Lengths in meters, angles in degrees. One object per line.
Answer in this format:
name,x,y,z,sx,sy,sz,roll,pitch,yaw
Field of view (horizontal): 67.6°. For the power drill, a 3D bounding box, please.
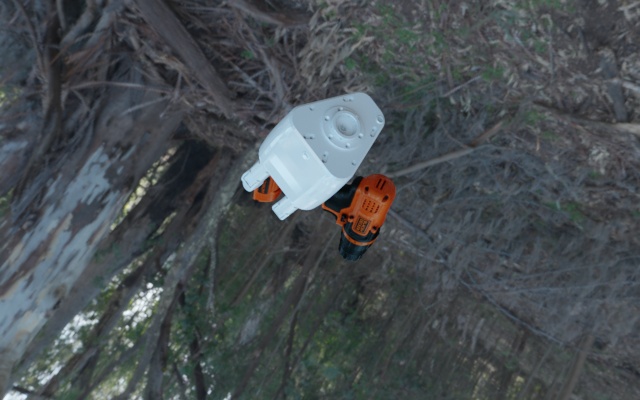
power drill,0.000,0.002,0.676,0.187,0.057,0.185,24,-38,5
